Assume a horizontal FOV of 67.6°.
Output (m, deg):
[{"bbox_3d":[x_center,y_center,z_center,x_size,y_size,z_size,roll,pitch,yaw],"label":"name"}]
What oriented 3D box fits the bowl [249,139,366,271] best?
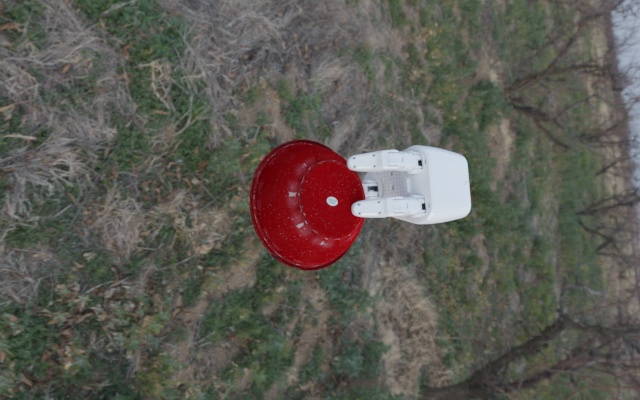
[{"bbox_3d":[-0.001,0.002,0.564,0.162,0.162,0.055,0,-6,-34],"label":"bowl"}]
